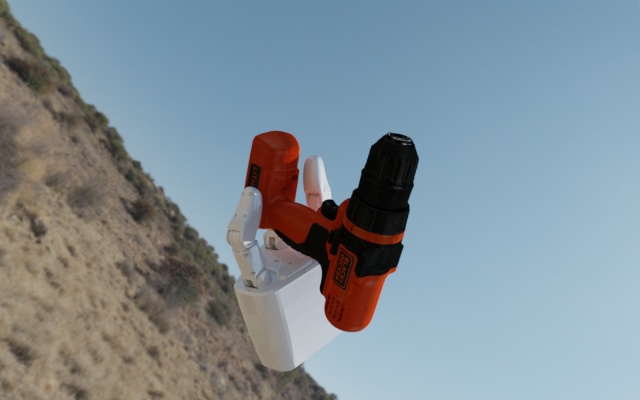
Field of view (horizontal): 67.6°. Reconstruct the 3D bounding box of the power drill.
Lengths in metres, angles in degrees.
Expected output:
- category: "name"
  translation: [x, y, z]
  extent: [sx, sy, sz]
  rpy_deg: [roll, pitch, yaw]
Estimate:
- category: "power drill"
  translation: [0.000, 0.001, 0.446]
  extent: [0.057, 0.184, 0.187]
  rpy_deg: [-6, 31, -39]
